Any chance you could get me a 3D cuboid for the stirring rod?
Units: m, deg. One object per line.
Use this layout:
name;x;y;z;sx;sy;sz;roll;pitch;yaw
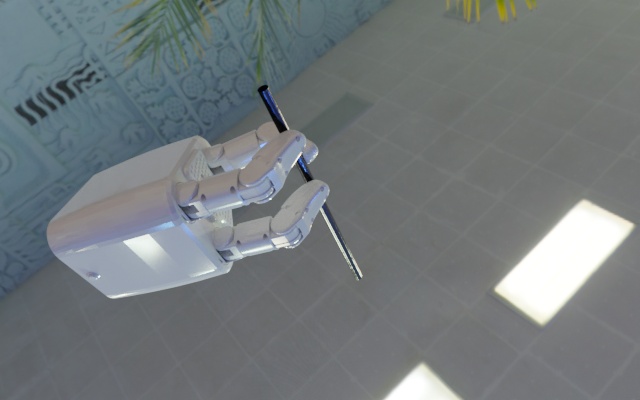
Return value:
stirring rod;0.000;0.001;0.406;0.011;0.011;0.240;0;-40;25
